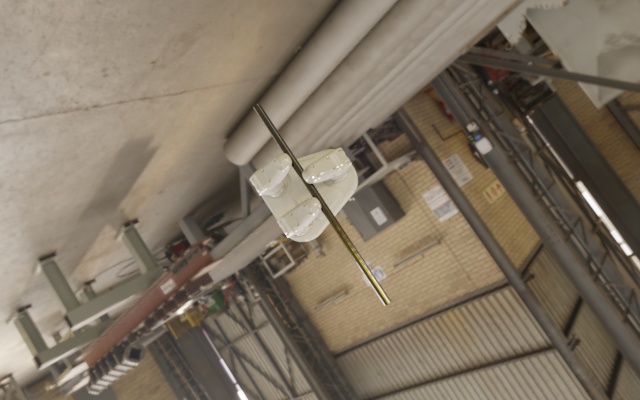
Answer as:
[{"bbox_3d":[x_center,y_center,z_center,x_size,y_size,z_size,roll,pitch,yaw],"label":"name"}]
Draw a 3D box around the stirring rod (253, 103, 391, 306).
[{"bbox_3d":[0.000,0.001,0.481,0.011,0.239,0.011,-33,-6,-4],"label":"stirring rod"}]
